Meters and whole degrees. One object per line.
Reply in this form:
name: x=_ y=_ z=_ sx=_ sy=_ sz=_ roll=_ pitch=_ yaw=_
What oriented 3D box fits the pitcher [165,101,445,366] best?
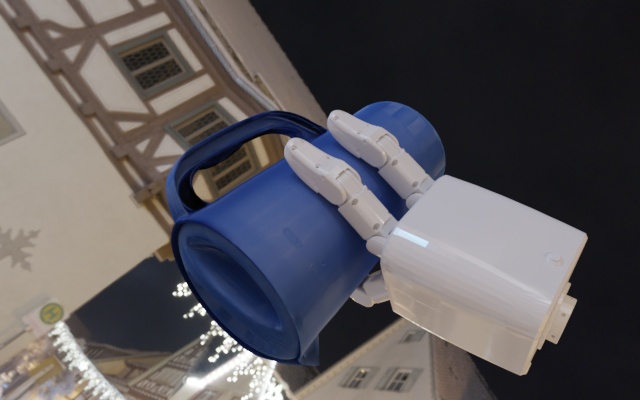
pitcher: x=0.000 y=0.001 z=0.410 sx=0.145 sy=0.149 sz=0.242 roll=25 pitch=47 yaw=30
